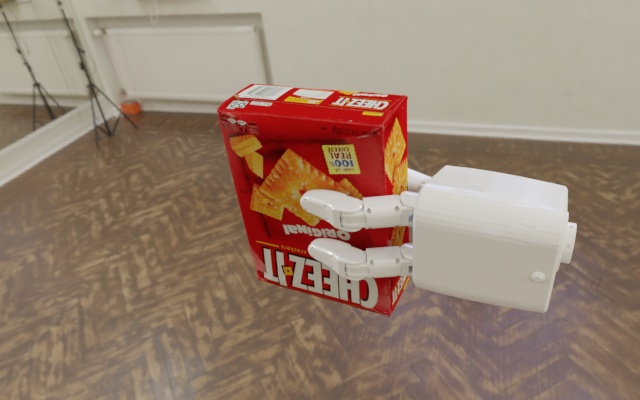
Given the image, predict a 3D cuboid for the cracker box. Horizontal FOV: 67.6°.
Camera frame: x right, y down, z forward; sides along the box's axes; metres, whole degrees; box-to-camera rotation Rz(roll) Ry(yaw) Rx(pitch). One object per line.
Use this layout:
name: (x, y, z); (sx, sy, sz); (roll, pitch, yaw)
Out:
cracker box: (0.000, 0.001, 0.471); (0.164, 0.214, 0.072); (11, 37, 25)
